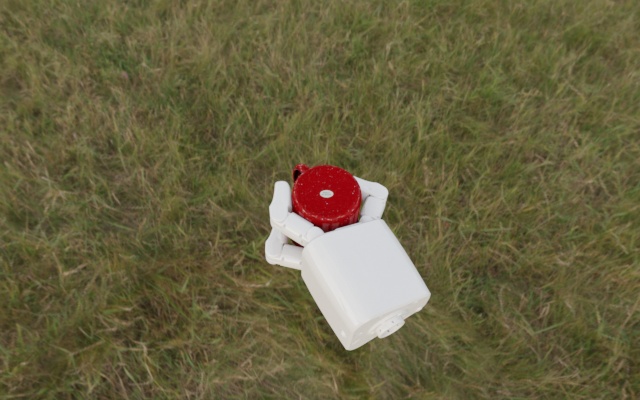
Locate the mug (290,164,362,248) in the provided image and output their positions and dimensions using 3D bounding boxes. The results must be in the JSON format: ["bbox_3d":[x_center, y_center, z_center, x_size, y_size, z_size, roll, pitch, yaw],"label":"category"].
[{"bbox_3d":[-0.001,0.001,0.588,0.093,0.117,0.082,-24,-28,-18],"label":"mug"}]
